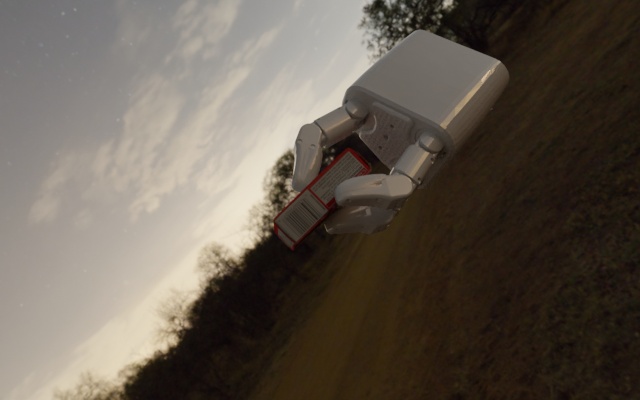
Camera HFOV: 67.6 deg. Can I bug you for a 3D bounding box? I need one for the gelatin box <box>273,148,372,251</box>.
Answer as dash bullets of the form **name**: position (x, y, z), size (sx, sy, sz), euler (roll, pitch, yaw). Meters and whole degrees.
- **gelatin box**: position (-0.001, 0.001, 0.410), size (0.089, 0.030, 0.073), euler (-44, -3, -11)
